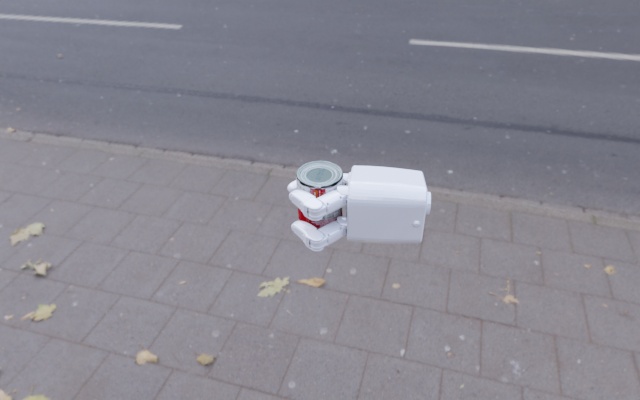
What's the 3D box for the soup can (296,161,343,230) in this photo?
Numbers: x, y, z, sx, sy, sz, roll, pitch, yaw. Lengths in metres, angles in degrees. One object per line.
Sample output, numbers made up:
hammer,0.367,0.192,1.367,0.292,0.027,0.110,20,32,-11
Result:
soup can,0.000,0.002,0.695,0.068,0.102,0.068,-1,37,1
